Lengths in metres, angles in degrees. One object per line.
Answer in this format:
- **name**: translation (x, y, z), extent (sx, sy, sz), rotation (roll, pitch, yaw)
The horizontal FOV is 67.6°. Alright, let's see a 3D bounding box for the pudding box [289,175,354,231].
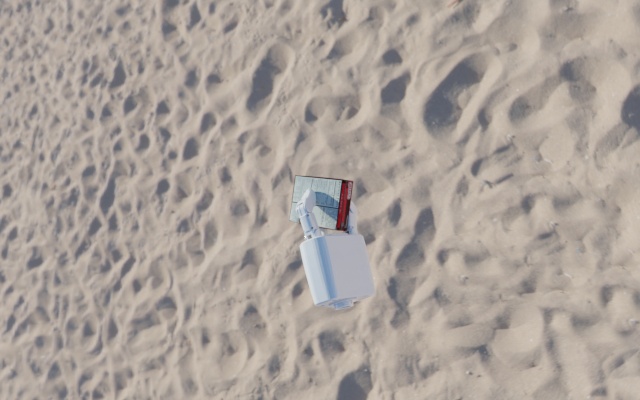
- **pudding box**: translation (0.000, 0.003, 0.850), extent (0.113, 0.090, 0.039), rotation (8, 0, 36)
